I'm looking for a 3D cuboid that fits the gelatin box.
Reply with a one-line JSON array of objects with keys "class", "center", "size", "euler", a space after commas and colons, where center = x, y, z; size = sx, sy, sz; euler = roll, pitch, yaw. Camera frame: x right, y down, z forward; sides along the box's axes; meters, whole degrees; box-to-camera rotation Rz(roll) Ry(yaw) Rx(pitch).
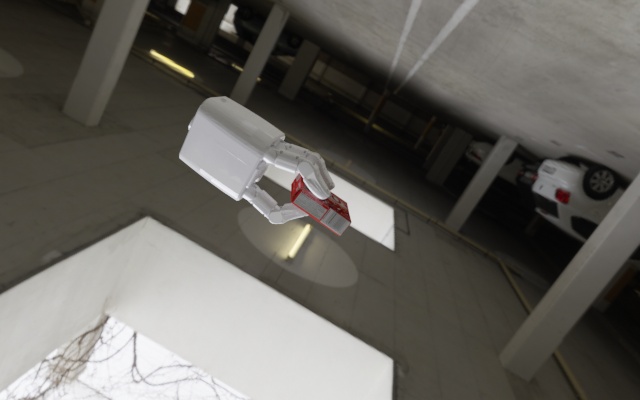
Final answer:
[{"class": "gelatin box", "center": [0.000, 0.003, 0.680], "size": [0.089, 0.030, 0.073], "euler": [35, 16, -14]}]
